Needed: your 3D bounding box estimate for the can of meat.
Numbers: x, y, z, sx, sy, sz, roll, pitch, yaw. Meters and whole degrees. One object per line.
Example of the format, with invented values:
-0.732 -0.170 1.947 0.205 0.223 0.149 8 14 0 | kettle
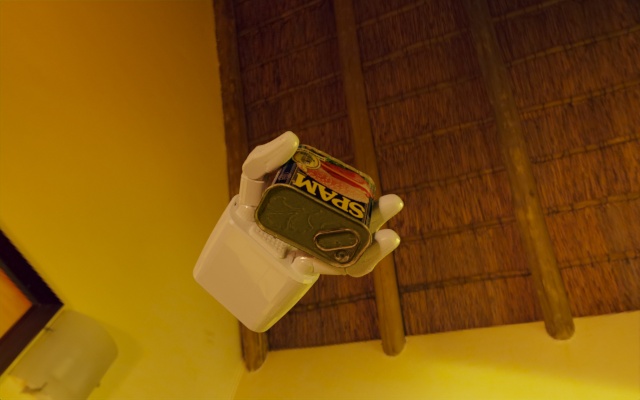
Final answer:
0.000 0.001 0.445 0.102 0.057 0.084 27 35 -7 | can of meat
